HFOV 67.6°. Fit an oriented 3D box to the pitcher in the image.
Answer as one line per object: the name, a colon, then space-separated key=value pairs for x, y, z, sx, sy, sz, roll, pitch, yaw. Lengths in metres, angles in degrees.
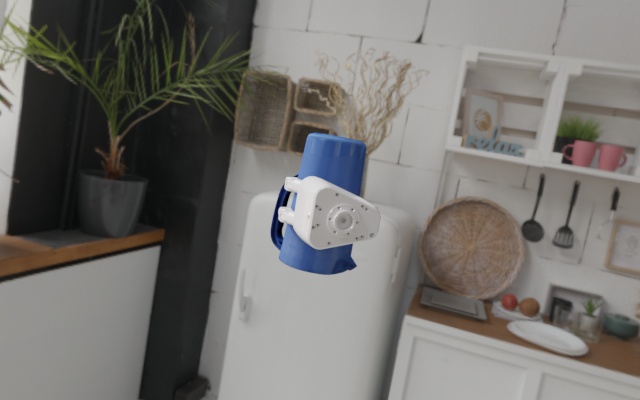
pitcher: x=0.000 y=0.003 z=0.870 sx=0.149 sy=0.243 sz=0.145 roll=9 pitch=7 yaw=-12
